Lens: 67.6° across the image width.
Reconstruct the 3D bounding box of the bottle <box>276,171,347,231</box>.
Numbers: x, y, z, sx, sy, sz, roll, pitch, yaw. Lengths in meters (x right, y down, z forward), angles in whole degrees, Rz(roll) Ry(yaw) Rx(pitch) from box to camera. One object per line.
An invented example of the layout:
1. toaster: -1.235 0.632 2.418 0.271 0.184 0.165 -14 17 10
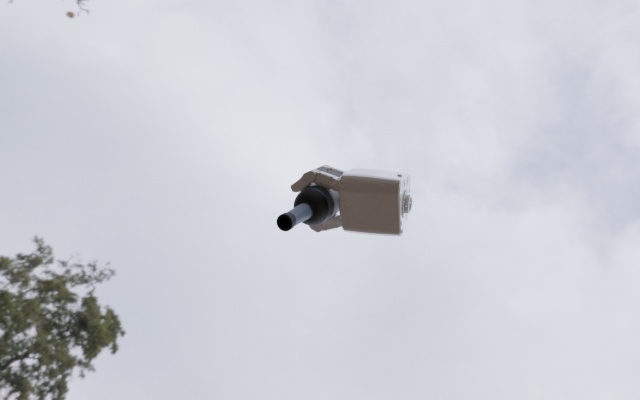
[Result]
1. bottle: 0.000 0.003 0.855 0.069 0.069 0.295 0 12 23
